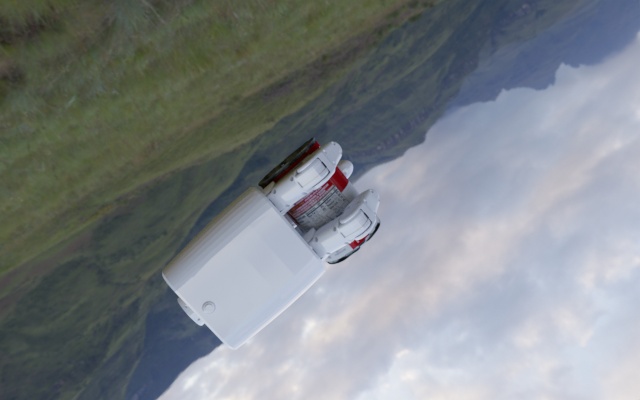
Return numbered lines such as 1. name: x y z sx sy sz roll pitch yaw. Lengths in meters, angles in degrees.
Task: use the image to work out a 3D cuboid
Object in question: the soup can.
1. soup can: 0.001 0.001 0.450 0.068 0.102 0.068 -39 10 8
